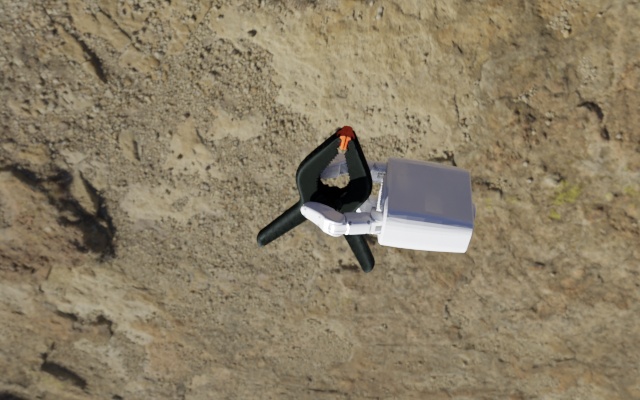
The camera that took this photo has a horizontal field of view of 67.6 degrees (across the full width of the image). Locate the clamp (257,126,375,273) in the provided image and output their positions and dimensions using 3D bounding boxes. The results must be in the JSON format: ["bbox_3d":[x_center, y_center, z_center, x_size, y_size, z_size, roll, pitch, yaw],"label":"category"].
[{"bbox_3d":[0.000,0.002,0.603,0.164,0.210,0.036,8,36,3],"label":"clamp"}]
